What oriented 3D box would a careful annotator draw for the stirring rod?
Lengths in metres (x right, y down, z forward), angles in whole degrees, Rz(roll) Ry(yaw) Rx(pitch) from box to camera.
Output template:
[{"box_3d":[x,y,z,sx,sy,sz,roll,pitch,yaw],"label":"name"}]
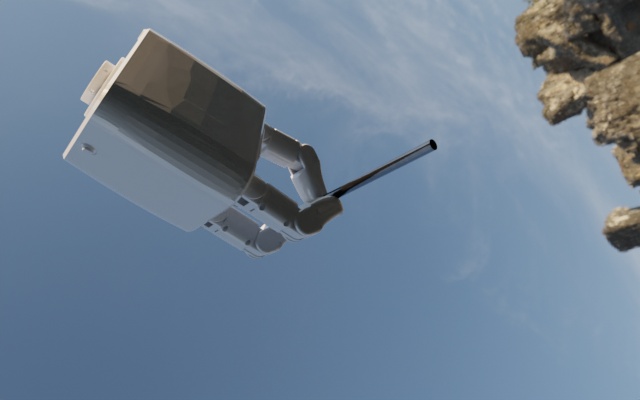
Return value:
[{"box_3d":[0.000,0.001,0.404,0.011,0.011,0.239,0,-19,-41],"label":"stirring rod"}]
